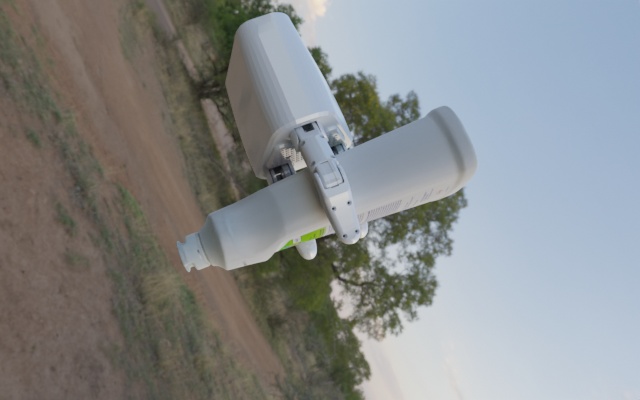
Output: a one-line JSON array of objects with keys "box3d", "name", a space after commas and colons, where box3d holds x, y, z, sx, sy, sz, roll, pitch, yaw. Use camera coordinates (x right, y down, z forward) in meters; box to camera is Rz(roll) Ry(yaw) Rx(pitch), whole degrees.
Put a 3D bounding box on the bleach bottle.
[{"box3d": [0.000, 0.001, 0.412, 0.251, 0.068, 0.102, -21, -14, -8], "name": "bleach bottle"}]
